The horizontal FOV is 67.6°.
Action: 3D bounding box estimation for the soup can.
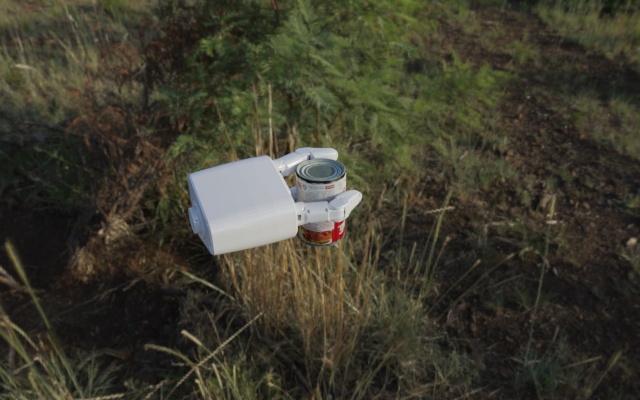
[{"bbox_3d":[0.001,0.002,0.645,0.068,0.102,0.068,0,32,0],"label":"soup can"}]
